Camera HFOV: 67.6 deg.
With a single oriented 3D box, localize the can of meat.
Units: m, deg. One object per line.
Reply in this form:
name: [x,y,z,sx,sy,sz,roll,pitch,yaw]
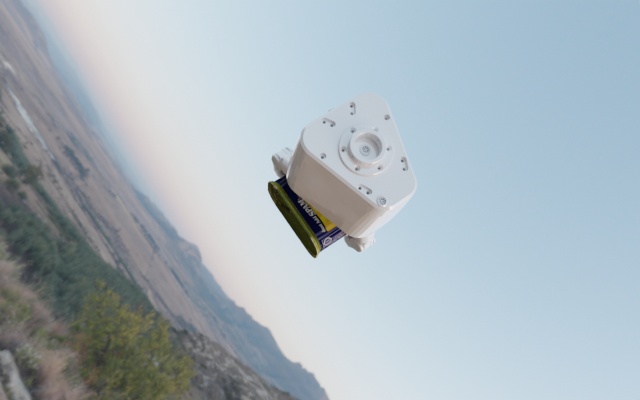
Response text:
can of meat: [0.000,0.002,0.563,0.084,0.102,0.057,-33,-12,-15]
